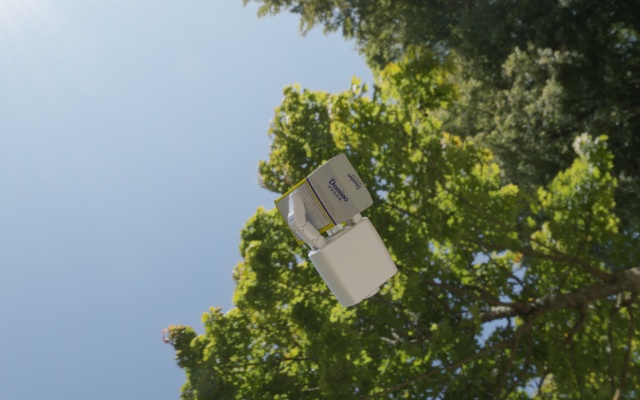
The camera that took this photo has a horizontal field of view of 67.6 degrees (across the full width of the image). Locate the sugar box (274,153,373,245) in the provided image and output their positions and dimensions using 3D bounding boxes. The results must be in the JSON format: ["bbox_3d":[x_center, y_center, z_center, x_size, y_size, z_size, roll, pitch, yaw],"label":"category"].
[{"bbox_3d":[0.000,0.003,0.783,0.048,0.093,0.176,-32,0,-43],"label":"sugar box"}]
